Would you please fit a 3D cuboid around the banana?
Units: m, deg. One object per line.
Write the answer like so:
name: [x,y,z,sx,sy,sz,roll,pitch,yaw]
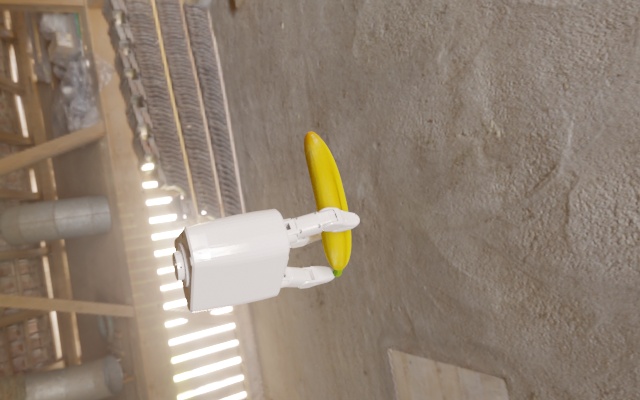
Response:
banana: [0.008,0.004,0.611,0.037,0.198,0.069,-9,-1,-23]
